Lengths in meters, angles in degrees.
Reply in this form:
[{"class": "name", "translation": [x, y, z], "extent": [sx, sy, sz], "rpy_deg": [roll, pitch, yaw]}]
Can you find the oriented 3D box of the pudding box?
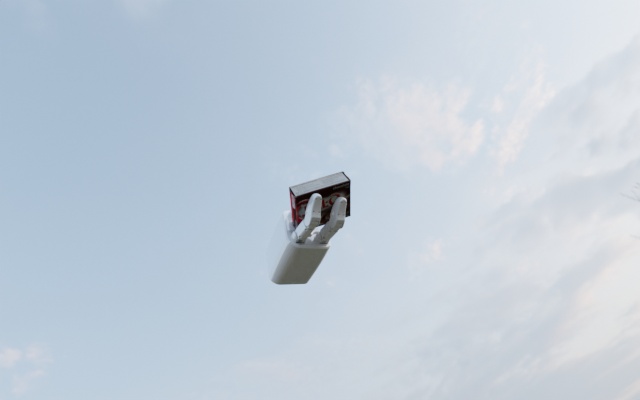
[{"class": "pudding box", "translation": [0.000, 0.003, 0.891], "extent": [0.113, 0.090, 0.039], "rpy_deg": [-19, 44, -18]}]
